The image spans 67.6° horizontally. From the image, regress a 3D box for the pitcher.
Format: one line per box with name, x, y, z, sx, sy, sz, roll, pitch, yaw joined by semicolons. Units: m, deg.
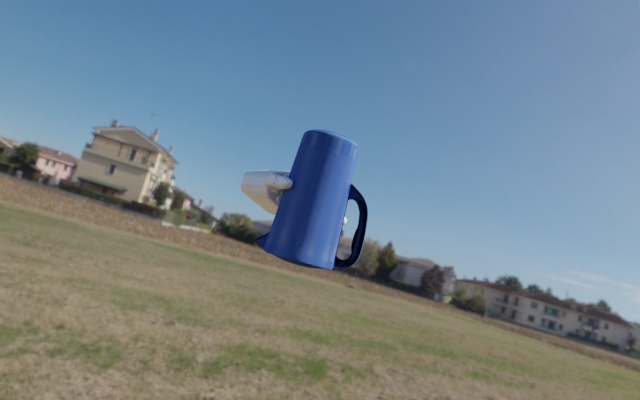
pitcher;0.000;0.003;0.874;0.149;0.243;0.145;21;-8;-39
